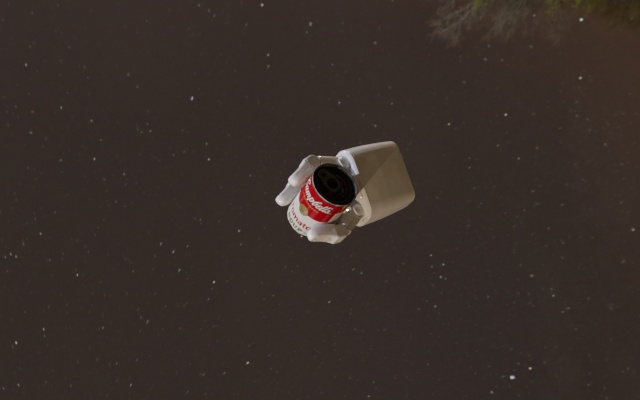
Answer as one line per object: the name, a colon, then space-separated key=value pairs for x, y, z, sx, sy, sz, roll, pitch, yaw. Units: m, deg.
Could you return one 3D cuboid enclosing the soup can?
soup can: x=0.000 y=0.003 z=0.684 sx=0.068 sy=0.068 sz=0.102 roll=0 pitch=-30 yaw=-28
